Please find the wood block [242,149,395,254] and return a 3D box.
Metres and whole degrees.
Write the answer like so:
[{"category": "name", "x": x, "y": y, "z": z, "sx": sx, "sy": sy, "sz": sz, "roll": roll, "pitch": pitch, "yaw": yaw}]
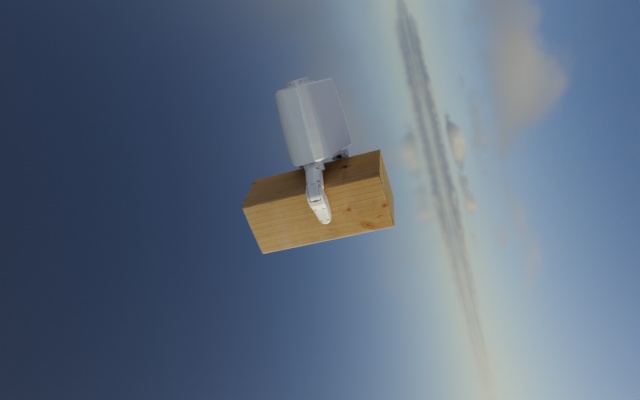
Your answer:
[{"category": "wood block", "x": 0.000, "y": 0.002, "z": 0.722, "sx": 0.206, "sy": 0.090, "sz": 0.090, "roll": -13, "pitch": 26, "yaw": 14}]
